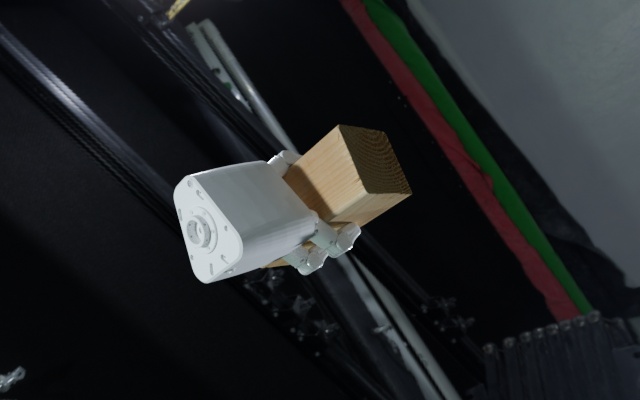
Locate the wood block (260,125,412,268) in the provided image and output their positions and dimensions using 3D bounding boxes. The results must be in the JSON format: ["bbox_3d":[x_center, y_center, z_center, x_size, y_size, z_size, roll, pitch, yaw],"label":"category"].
[{"bbox_3d":[0.000,0.002,0.609,0.090,0.090,0.206,-1,-27,-45],"label":"wood block"}]
